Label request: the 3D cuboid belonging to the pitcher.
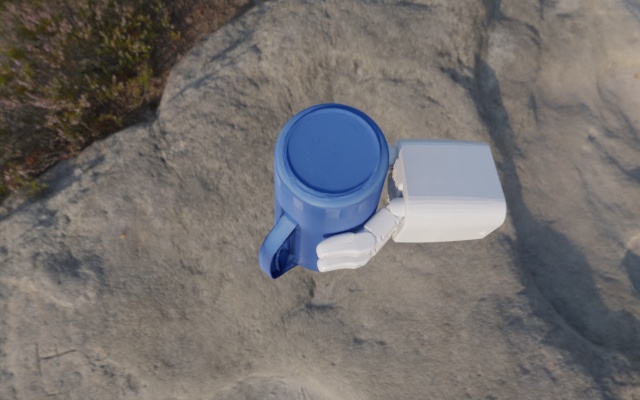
[{"bbox_3d":[0.000,0.002,0.545,0.145,0.149,0.243,0,-19,-2],"label":"pitcher"}]
